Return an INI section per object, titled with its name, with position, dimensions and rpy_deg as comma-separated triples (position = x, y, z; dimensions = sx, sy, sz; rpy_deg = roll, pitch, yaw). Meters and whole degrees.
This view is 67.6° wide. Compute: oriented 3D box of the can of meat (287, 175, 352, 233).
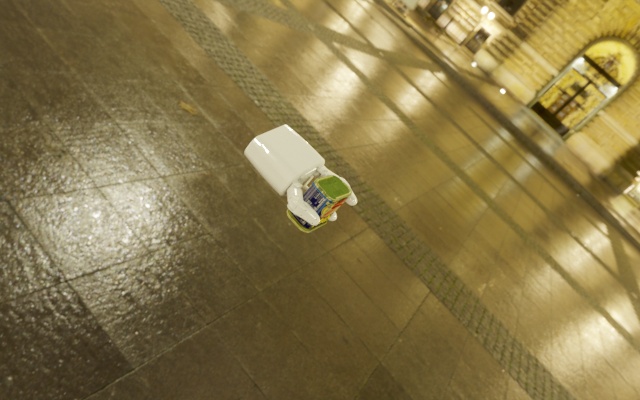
[can of meat]
position = 0.000, 0.003, 0.858
dimensions = 0.084, 0.057, 0.102
rpy_deg = -48, -12, 25
